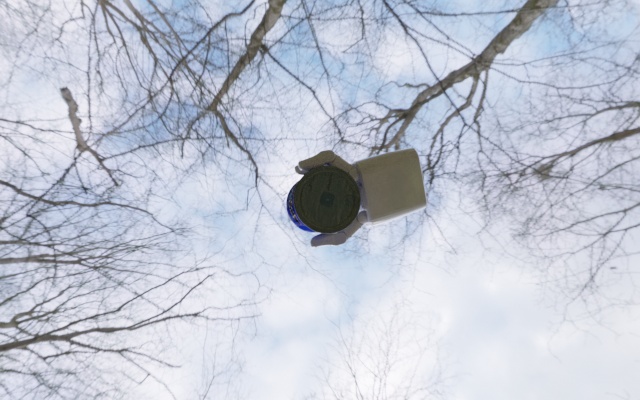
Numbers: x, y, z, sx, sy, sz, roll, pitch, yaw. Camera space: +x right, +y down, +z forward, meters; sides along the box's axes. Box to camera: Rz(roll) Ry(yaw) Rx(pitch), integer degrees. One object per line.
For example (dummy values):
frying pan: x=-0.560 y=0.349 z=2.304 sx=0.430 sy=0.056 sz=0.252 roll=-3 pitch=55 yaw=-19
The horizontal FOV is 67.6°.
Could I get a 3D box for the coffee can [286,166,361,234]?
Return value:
coffee can: x=0.000 y=0.003 z=0.782 sx=0.103 sy=0.103 sz=0.140 roll=0 pitch=-3 yaw=-9
